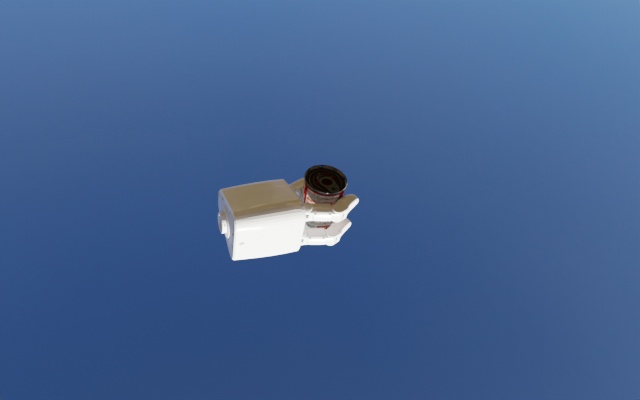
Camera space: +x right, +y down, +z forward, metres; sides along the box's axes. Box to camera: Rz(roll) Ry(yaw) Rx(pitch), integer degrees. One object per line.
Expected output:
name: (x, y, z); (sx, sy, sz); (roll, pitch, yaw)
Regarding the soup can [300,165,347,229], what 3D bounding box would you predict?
soup can: (0.000, 0.003, 0.775); (0.068, 0.102, 0.068); (7, 43, -7)
